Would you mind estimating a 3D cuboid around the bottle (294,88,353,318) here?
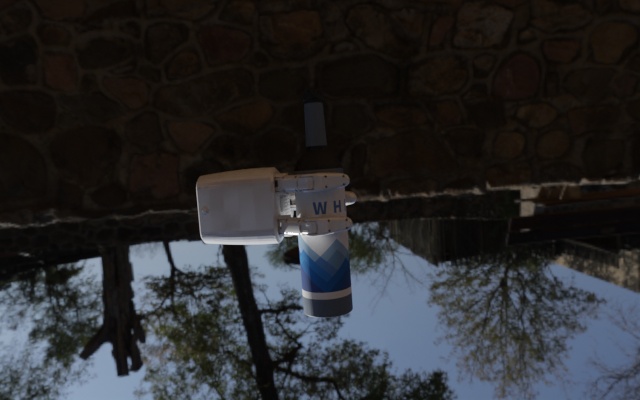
[{"bbox_3d":[0.000,0.002,0.635,0.069,0.296,0.069,-4,4,0],"label":"bottle"}]
